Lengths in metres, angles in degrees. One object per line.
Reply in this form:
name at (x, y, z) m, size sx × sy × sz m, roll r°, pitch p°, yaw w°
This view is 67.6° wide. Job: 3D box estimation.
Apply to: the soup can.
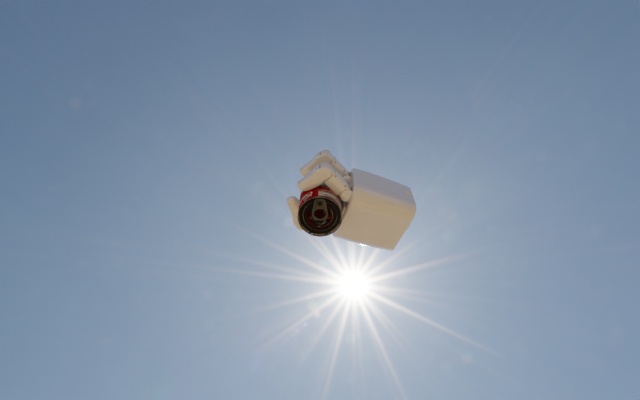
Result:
soup can at (0.000, 0.002, 0.759) m, size 0.068 × 0.068 × 0.102 m, roll 0°, pitch 27°, yaw 1°
